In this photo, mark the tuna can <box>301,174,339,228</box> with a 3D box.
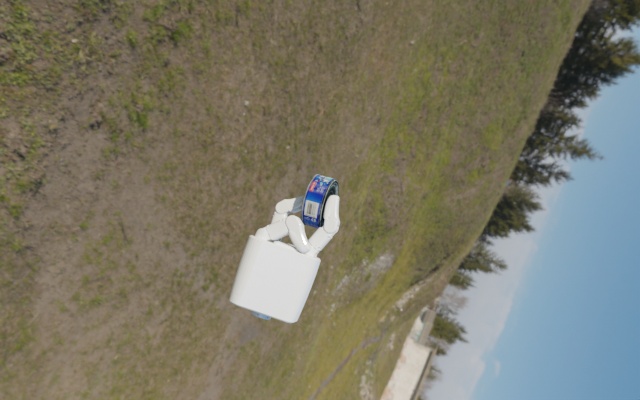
[{"bbox_3d":[0.001,0.003,0.774,0.034,0.086,0.086,15,4,16],"label":"tuna can"}]
